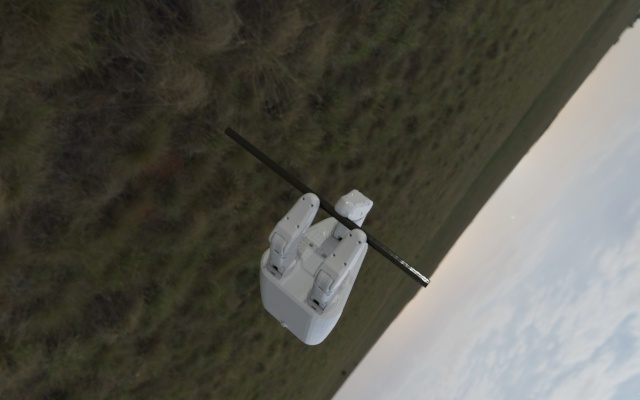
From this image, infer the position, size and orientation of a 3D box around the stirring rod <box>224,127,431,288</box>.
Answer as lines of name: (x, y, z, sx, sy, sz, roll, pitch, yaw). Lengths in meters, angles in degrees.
stirring rod: (0.000, 0.001, 0.440, 0.239, 0.011, 0.011, 37, 11, 15)
